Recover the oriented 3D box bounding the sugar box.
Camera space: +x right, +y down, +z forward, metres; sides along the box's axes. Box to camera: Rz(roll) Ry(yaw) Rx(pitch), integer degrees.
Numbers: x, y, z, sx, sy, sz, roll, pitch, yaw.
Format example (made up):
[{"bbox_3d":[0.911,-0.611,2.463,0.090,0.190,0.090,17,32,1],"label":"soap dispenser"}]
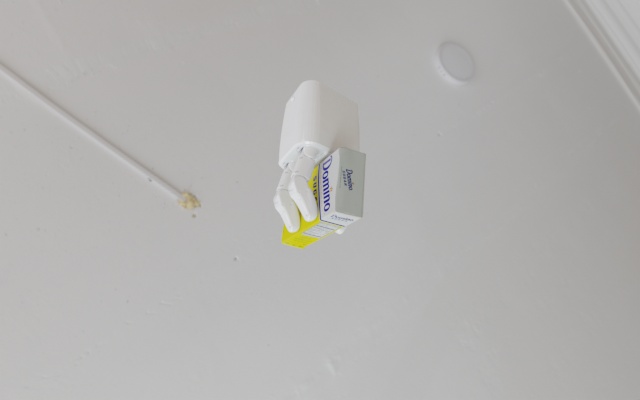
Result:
[{"bbox_3d":[0.000,0.002,0.672,0.048,0.093,0.176,14,-24,-20],"label":"sugar box"}]
